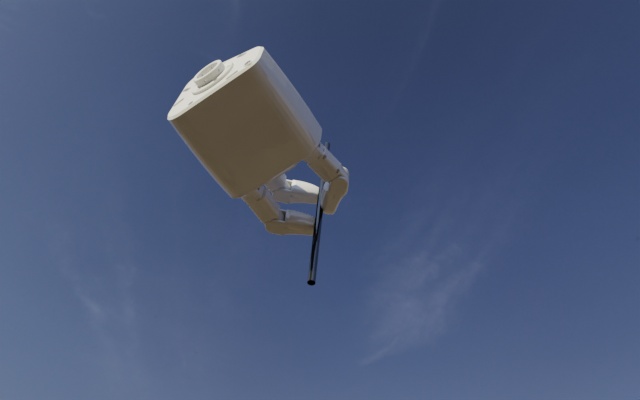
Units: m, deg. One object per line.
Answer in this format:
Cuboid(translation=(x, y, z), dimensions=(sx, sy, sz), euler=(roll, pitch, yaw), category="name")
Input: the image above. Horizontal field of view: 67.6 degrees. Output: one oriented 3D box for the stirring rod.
Cuboid(translation=(0.000, 0.002, 0.548), dimensions=(0.011, 0.011, 0.239), euler=(0, 40, 5), category="stirring rod")
